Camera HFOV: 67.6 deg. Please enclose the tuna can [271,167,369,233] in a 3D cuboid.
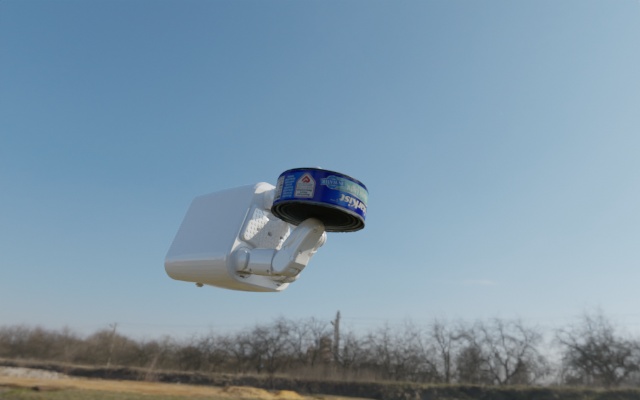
[{"bbox_3d":[0.000,0.001,0.432,0.086,0.033,0.086,9,-18,3],"label":"tuna can"}]
